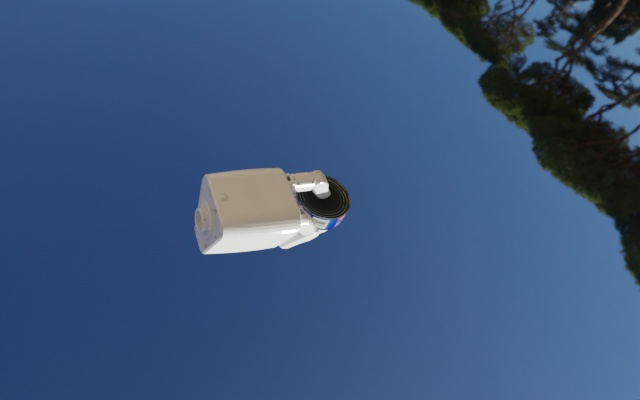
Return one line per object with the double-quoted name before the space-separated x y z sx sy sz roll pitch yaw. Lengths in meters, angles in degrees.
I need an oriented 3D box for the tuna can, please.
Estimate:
"tuna can" 0.000 0.003 0.726 0.086 0.086 0.034 0 -38 -24
